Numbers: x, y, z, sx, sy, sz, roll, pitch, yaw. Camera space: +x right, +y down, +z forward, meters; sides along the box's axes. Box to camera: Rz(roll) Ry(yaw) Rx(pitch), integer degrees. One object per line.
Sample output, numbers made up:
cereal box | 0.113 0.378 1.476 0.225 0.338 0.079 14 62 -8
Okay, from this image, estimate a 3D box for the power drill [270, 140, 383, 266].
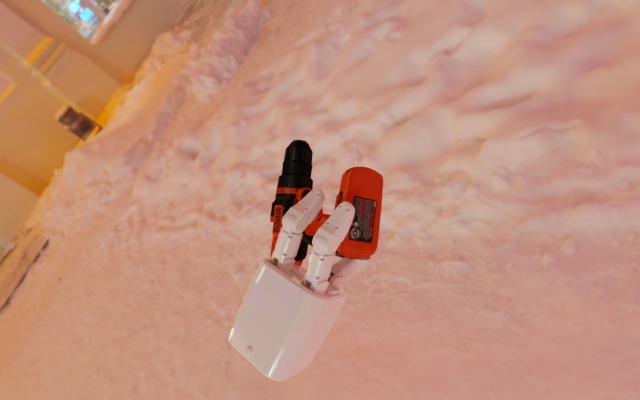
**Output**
power drill | 0.000 0.002 0.617 0.057 0.184 0.187 8 -7 -32
